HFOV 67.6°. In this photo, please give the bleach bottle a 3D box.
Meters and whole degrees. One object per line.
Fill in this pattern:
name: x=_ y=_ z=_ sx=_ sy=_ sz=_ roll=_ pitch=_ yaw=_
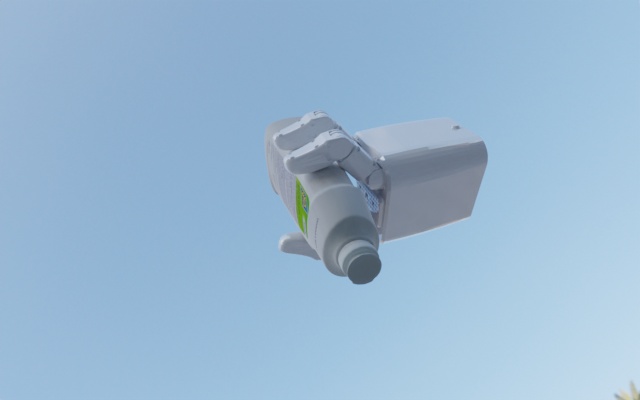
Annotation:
bleach bottle: x=0.000 y=0.001 z=0.470 sx=0.068 sy=0.103 sz=0.250 roll=-13 pitch=31 yaw=-11
